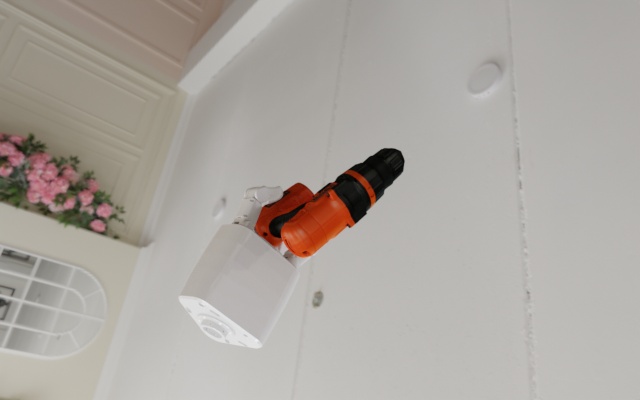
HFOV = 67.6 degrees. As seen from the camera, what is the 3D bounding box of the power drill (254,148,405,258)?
[{"bbox_3d":[0.000,0.002,0.606,0.184,0.057,0.187,-37,10,-26],"label":"power drill"}]
